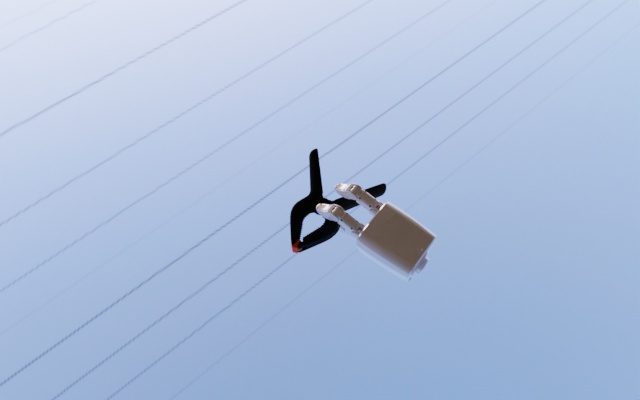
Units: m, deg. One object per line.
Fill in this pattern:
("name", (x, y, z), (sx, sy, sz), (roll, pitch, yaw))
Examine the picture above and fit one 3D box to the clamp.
("clamp", (0.000, 0.004, 0.886), (0.164, 0.210, 0.036), (35, -23, 17))
